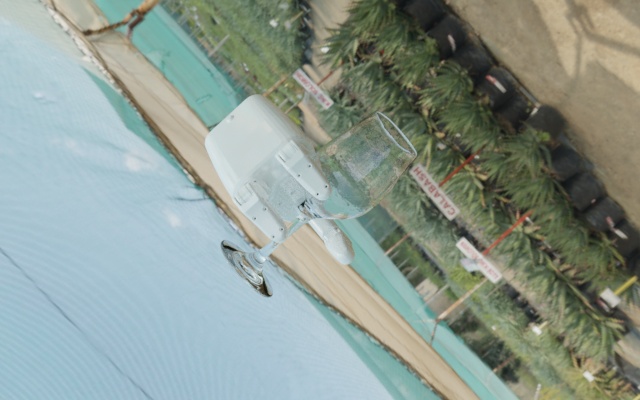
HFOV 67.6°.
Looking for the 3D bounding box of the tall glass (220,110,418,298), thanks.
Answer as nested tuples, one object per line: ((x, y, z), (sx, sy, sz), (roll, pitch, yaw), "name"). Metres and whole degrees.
((0.000, 0.002, 0.470), (0.201, 0.079, 0.079), (-42, -3, 3), "tall glass")
